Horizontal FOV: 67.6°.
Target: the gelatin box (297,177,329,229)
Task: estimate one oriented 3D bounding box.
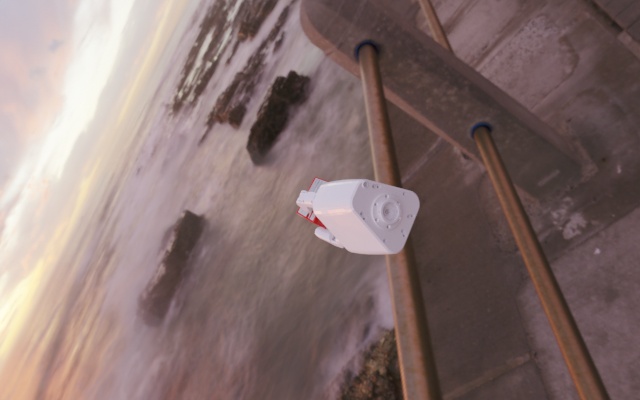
[{"bbox_3d":[0.000,0.002,0.810,0.030,0.073,0.089,27,-1,-23],"label":"gelatin box"}]
